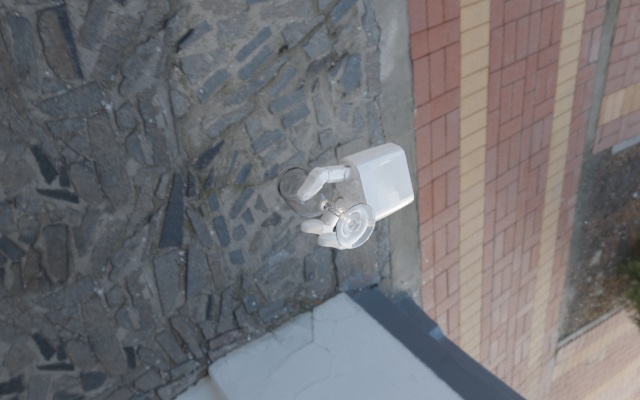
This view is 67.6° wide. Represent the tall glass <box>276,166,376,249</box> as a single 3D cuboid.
[{"bbox_3d":[0.000,0.003,0.793,0.079,0.079,0.201,0,21,-36],"label":"tall glass"}]
